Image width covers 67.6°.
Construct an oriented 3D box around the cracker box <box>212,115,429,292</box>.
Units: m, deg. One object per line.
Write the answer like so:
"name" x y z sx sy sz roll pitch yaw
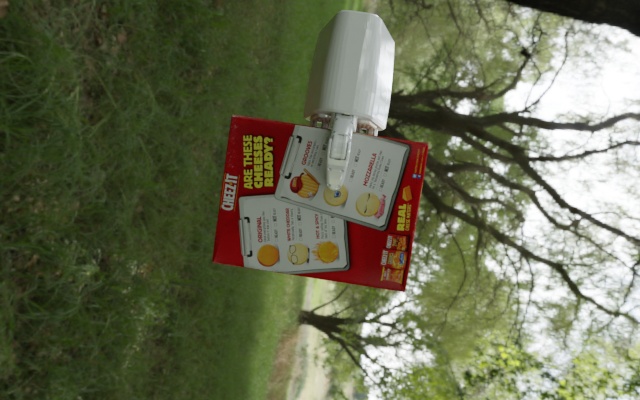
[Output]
"cracker box" 0.000 0.002 0.540 0.213 0.164 0.072 8 2 2
